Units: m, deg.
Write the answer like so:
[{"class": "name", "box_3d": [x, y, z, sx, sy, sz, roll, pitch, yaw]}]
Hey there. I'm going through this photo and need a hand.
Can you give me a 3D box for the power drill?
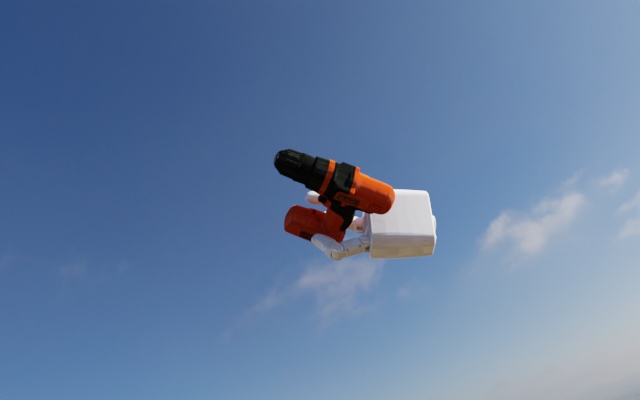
[{"class": "power drill", "box_3d": [0.000, 0.003, 0.747, 0.184, 0.057, 0.188, 22, -30, -7]}]
